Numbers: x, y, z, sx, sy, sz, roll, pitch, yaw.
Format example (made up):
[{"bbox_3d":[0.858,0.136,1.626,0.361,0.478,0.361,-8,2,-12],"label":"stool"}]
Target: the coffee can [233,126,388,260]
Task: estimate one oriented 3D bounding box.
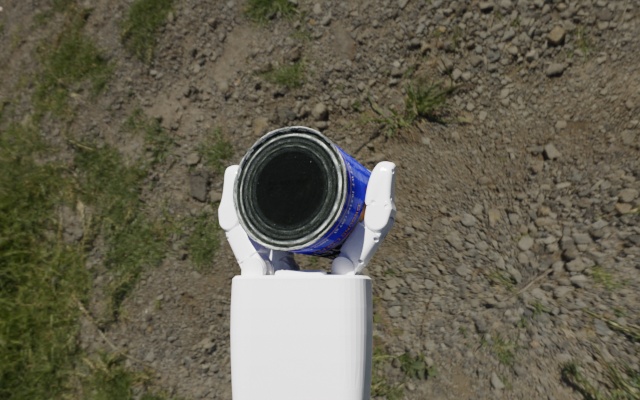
[{"bbox_3d":[0.000,0.001,0.444,0.103,0.103,0.140,0,-10,23],"label":"coffee can"}]
